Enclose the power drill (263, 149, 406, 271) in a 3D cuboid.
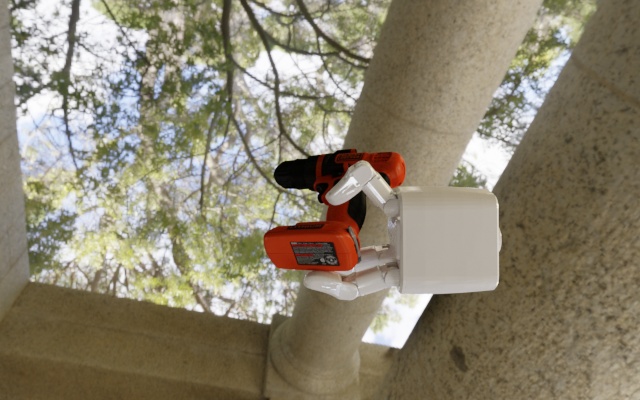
[{"bbox_3d":[0.000,0.002,0.586,0.184,0.057,0.187,-3,37,24],"label":"power drill"}]
